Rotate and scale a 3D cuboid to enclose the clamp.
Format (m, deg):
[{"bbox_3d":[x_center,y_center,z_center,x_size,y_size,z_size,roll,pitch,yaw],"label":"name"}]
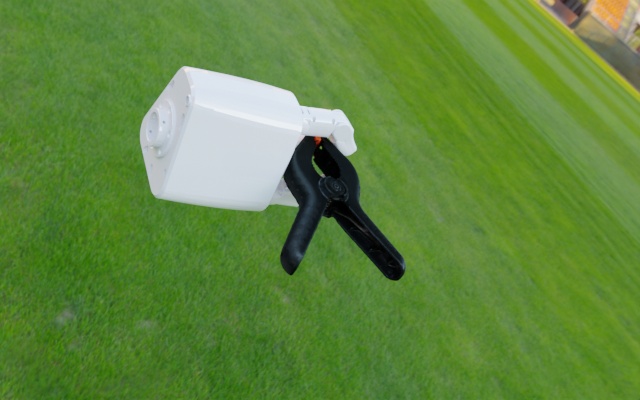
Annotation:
[{"bbox_3d":[0.000,0.001,0.439,0.120,0.171,0.039,5,-43,-39],"label":"clamp"}]
